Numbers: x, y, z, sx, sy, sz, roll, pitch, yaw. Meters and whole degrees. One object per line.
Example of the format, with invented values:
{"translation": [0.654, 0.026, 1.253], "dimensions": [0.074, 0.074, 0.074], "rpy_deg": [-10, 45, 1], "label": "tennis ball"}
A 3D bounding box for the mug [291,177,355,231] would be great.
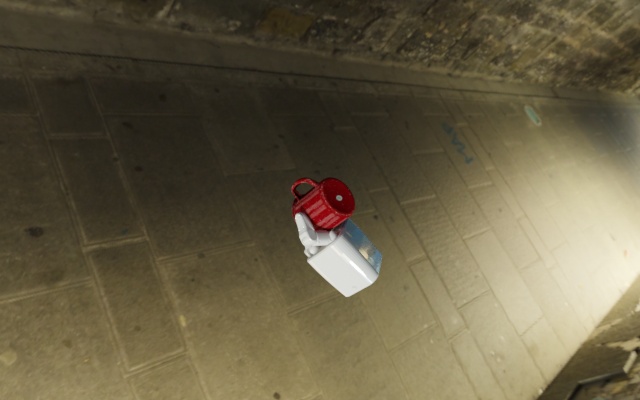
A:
{"translation": [-0.001, 0.002, 0.864], "dimensions": [0.081, 0.117, 0.093], "rpy_deg": [-38, 14, 40], "label": "mug"}
